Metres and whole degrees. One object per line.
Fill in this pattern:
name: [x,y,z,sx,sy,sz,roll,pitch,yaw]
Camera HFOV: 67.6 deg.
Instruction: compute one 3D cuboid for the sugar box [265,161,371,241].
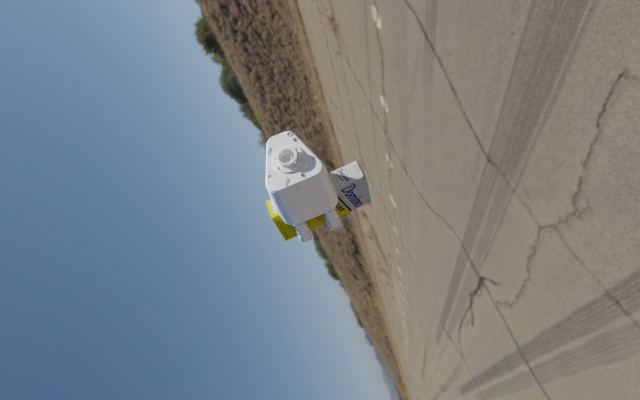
sugar box: [0.000,0.003,0.850,0.176,0.048,0.093,-23,-32,0]
